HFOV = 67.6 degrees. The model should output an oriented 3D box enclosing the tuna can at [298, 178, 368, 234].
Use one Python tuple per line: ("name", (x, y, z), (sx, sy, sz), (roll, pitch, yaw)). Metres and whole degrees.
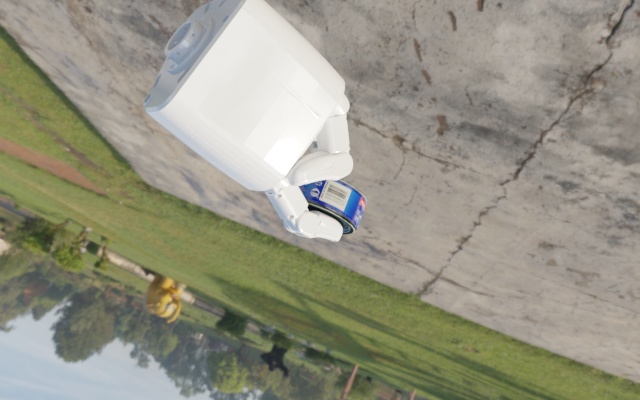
("tuna can", (0.000, 0.002, 0.464), (0.086, 0.033, 0.086), (20, -16, 6))
